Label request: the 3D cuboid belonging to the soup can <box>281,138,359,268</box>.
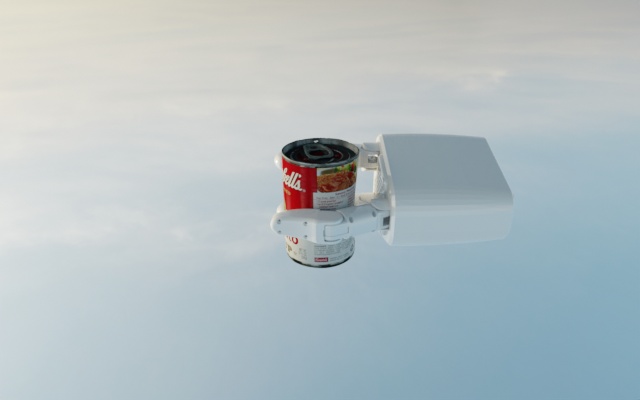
[{"bbox_3d":[0.000,0.002,0.436,0.068,0.102,0.068,0,26,0],"label":"soup can"}]
